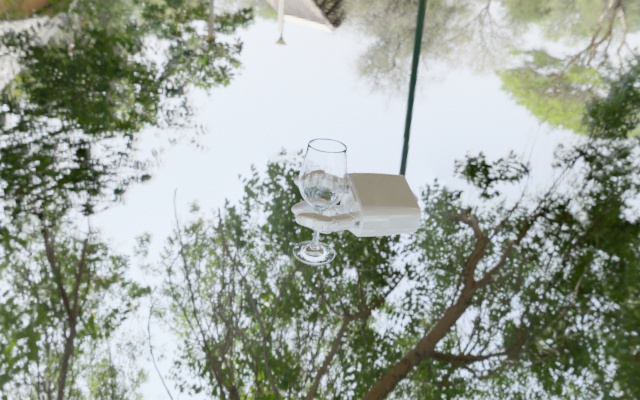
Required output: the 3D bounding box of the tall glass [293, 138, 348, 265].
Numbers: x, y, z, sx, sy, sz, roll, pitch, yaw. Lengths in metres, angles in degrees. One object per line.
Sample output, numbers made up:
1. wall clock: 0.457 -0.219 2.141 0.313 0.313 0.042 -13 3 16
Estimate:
1. tall glass: 0.000 0.003 0.784 0.079 0.201 0.079 5 27 -3
